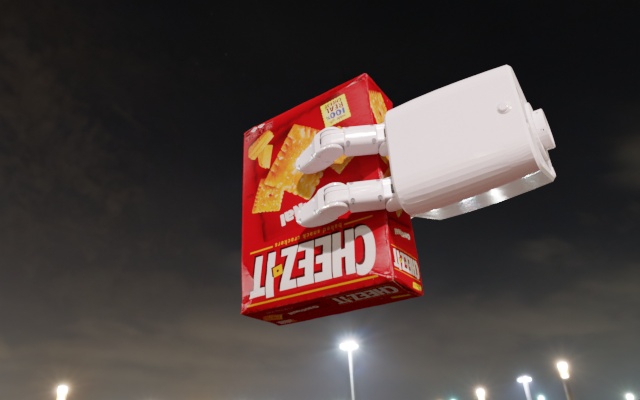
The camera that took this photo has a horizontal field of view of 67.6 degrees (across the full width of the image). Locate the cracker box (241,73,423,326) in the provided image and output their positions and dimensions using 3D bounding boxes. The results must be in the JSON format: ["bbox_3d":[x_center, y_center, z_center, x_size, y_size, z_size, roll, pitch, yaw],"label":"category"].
[{"bbox_3d":[0.000,0.001,0.480,0.164,0.213,0.072,-19,-31,28],"label":"cracker box"}]
